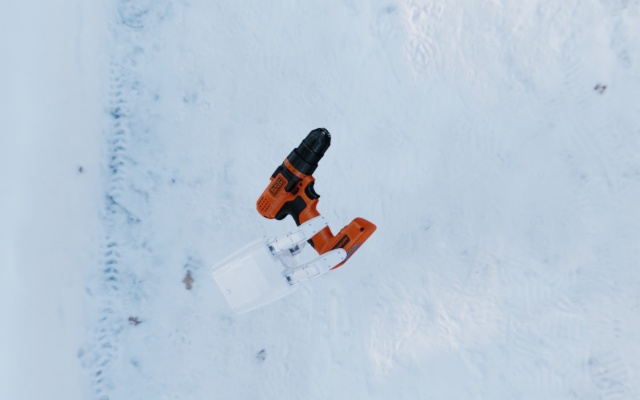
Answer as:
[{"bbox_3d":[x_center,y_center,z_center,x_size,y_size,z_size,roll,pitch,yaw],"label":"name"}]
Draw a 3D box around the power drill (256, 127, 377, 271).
[{"bbox_3d":[0.000,0.003,0.764,0.187,0.184,0.057,47,25,20],"label":"power drill"}]
